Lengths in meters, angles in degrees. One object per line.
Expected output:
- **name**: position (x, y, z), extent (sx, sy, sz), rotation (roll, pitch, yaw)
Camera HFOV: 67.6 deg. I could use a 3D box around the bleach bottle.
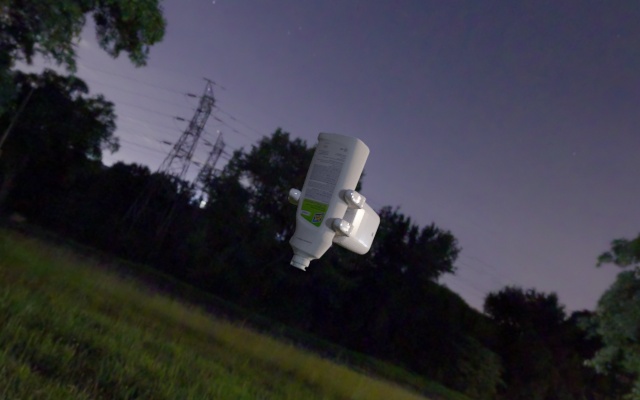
- **bleach bottle**: position (0.000, 0.003, 0.870), extent (0.102, 0.250, 0.068), rotation (15, -13, 38)
